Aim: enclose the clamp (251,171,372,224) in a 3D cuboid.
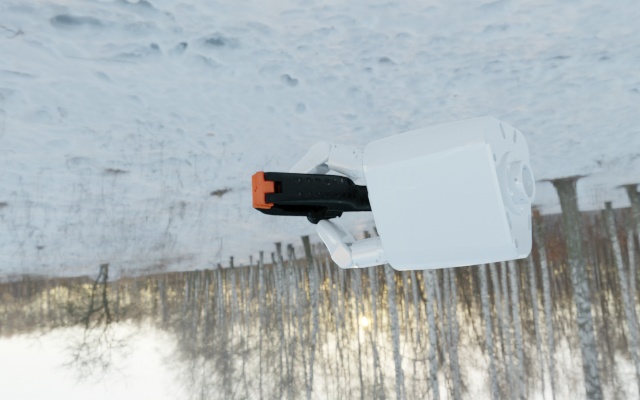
[{"bbox_3d":[0.000,0.002,0.473,0.164,0.036,0.210,-12,-12,40],"label":"clamp"}]
